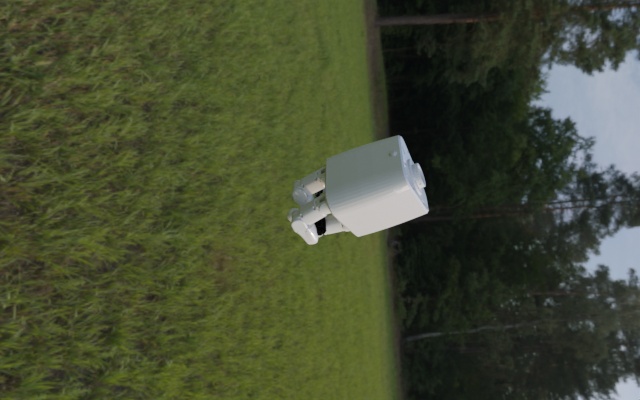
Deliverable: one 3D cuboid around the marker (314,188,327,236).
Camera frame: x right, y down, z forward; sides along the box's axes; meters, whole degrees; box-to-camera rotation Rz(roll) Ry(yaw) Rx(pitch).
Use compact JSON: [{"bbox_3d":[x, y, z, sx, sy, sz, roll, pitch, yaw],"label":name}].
[{"bbox_3d":[0.000,0.002,0.696,0.020,0.121,0.020,1,-44,1],"label":"marker"}]
